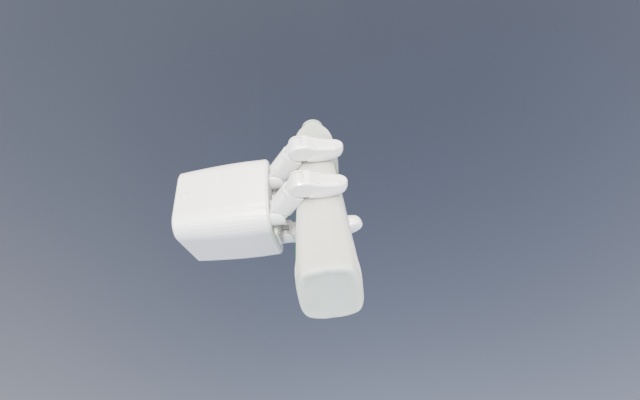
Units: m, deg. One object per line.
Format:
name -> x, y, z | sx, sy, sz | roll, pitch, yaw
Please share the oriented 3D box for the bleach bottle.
bleach bottle -> 0.000, 0.002, 0.560 | 0.068, 0.250, 0.103 | -7, -42, 1
